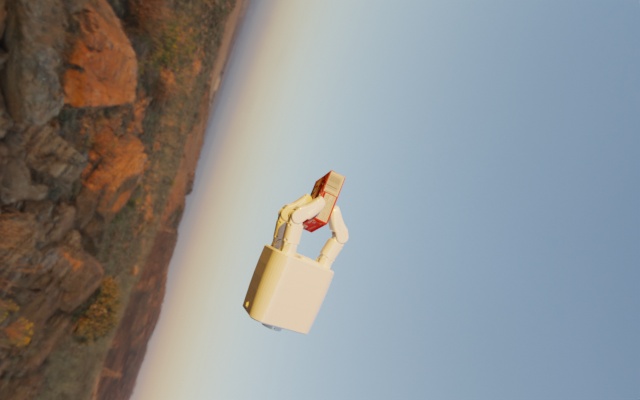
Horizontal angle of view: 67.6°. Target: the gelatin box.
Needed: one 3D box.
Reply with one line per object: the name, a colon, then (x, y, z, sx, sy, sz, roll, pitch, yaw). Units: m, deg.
gelatin box: (0.001, 0.002, 0.770, 0.030, 0.089, 0.073, 27, -20, -13)
